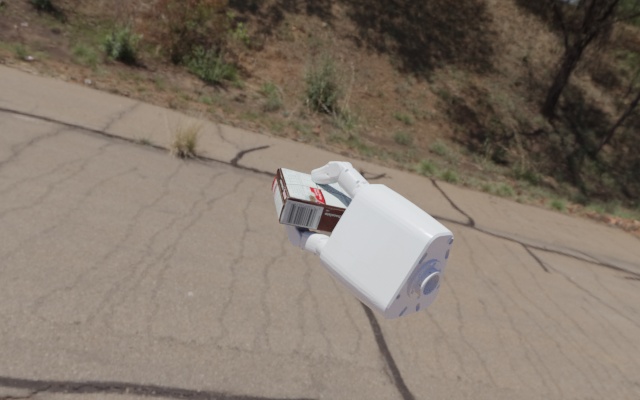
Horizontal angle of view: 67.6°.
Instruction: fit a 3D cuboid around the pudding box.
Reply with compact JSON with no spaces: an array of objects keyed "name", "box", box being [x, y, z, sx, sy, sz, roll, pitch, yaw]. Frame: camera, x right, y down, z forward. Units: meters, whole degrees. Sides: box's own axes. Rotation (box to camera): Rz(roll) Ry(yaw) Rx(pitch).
[{"name":"pudding box","box":[0.000,0.002,0.600,0.113,0.039,0.090,13,23,-18]}]
